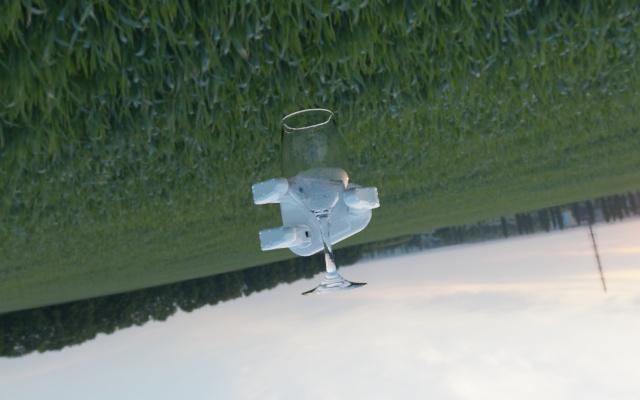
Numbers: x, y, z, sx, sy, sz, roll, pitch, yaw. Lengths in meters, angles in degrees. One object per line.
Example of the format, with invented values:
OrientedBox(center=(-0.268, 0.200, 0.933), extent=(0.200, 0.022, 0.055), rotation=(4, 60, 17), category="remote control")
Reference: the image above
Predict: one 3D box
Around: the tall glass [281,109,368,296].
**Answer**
OrientedBox(center=(0.000, 0.002, 0.542), extent=(0.079, 0.201, 0.079), rotation=(-9, -8, -1), category="tall glass")
